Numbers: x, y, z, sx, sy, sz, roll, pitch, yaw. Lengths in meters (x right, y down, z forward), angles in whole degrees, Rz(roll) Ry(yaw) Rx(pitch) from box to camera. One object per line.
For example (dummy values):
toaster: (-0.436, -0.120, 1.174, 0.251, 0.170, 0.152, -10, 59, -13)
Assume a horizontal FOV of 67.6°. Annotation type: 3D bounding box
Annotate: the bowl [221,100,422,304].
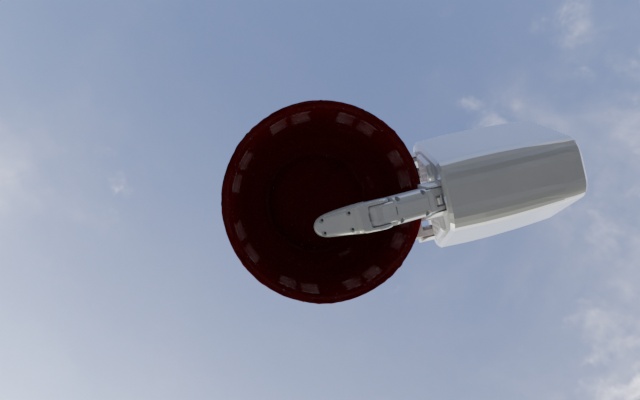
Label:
bowl: (-0.001, 0.001, 0.402, 0.162, 0.162, 0.055, 0, 0, -8)
